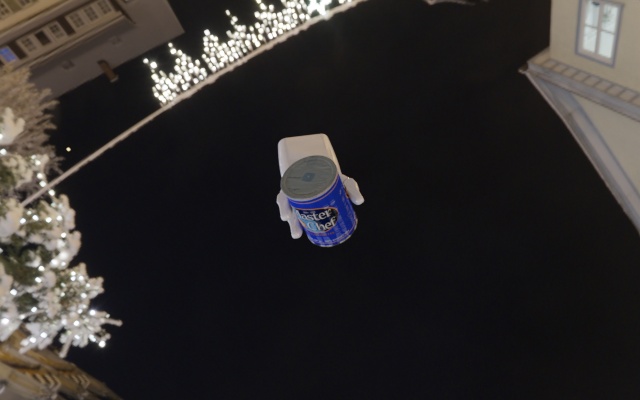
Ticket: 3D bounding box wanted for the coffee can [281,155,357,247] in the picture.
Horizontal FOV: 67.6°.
[{"bbox_3d":[0.000,0.003,0.868,0.103,0.102,0.140,0,-40,24],"label":"coffee can"}]
